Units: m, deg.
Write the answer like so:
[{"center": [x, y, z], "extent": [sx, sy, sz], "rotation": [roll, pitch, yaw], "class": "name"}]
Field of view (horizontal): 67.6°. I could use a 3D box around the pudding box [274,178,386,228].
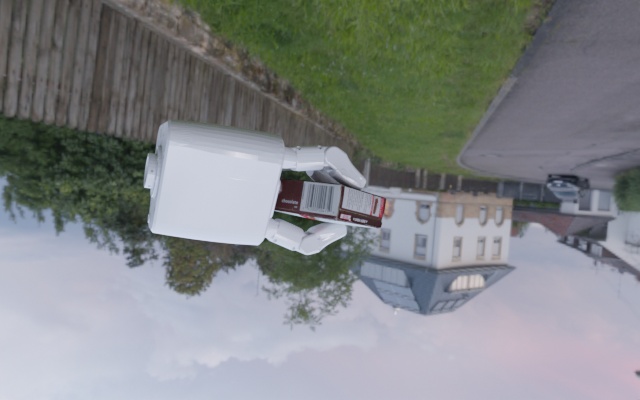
[{"center": [0.000, 0.002, 0.519], "extent": [0.113, 0.039, 0.090], "rotation": [10, -2, 37], "class": "pudding box"}]
